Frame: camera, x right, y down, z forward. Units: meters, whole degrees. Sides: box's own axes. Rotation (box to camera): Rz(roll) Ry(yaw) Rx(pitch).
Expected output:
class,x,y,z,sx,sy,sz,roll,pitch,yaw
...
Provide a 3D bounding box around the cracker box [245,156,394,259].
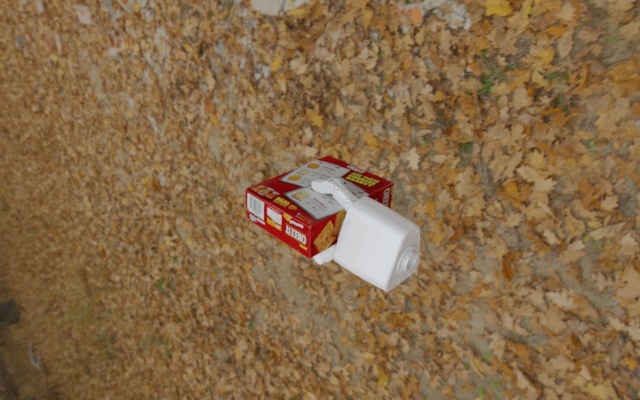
class,x,y,z,sx,sy,sz,roll,pitch,yaw
cracker box,0.000,0.003,0.850,0.164,0.072,0.213,27,38,36
